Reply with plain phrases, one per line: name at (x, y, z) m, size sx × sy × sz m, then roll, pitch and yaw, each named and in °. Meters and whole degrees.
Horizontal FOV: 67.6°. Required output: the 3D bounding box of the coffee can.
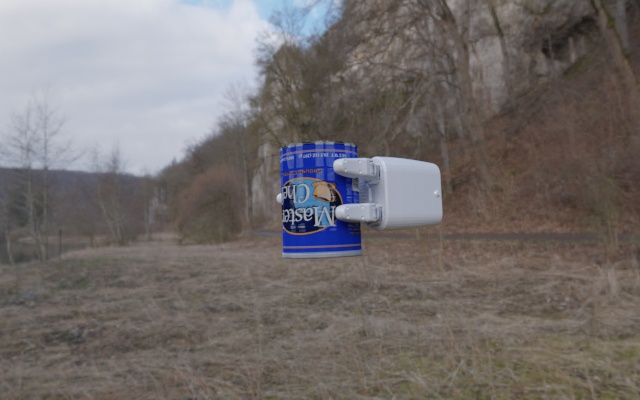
coffee can at (0.000, 0.002, 0.615) m, size 0.103 × 0.140 × 0.103 m, roll -2°, pitch -4°, yaw 0°
